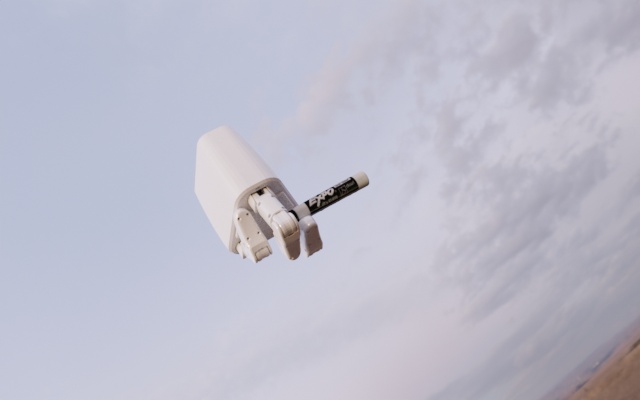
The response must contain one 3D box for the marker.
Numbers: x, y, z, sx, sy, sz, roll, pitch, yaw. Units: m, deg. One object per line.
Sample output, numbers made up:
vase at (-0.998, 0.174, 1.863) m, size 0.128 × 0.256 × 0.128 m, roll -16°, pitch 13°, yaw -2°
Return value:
marker at (0.000, 0.002, 0.521) m, size 0.121 × 0.020 × 0.020 m, roll -29°, pitch 10°, yaw -19°
